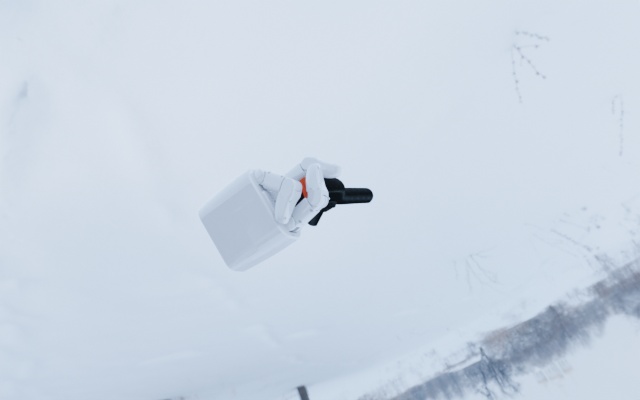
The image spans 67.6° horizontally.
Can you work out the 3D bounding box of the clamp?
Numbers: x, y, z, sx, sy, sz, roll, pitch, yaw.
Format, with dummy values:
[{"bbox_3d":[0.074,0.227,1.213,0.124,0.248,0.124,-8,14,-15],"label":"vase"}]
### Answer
[{"bbox_3d":[0.000,0.003,0.734,0.120,0.039,0.171,-33,-24,20],"label":"clamp"}]
